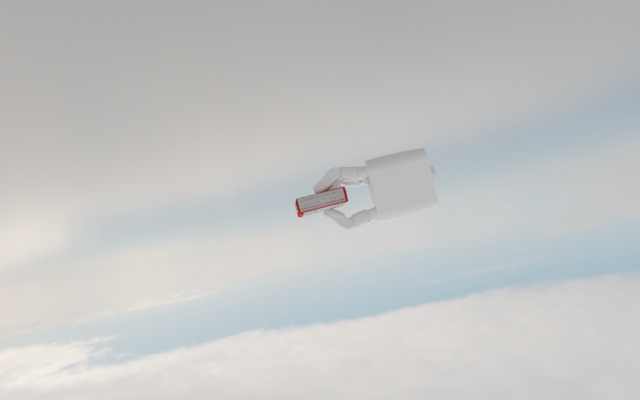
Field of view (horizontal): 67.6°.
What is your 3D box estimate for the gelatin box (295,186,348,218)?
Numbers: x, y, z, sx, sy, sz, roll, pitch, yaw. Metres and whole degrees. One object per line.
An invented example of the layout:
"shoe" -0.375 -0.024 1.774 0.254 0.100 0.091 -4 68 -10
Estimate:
"gelatin box" 0.000 0.003 0.845 0.089 0.030 0.073 -15 -6 -6
